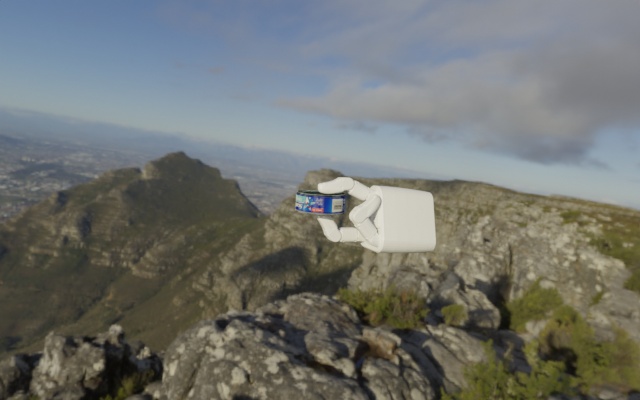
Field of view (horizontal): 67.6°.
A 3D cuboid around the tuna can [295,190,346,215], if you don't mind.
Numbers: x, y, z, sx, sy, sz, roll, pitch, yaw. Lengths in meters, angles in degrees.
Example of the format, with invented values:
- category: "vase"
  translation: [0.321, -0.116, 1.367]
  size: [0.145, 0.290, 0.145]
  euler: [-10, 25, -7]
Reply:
- category: "tuna can"
  translation: [0.000, 0.002, 0.814]
  size: [0.086, 0.034, 0.086]
  euler: [3, 7, 0]
